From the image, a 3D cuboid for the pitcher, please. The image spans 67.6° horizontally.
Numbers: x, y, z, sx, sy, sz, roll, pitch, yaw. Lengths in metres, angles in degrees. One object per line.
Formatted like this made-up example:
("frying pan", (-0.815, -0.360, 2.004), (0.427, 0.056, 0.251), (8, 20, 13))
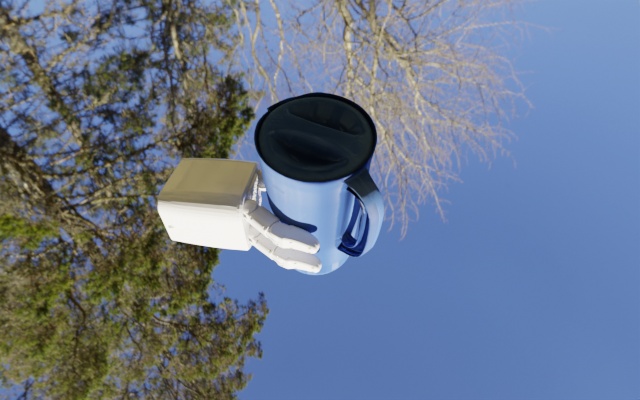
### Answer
("pitcher", (0.000, 0.002, 0.601), (0.145, 0.149, 0.243), (4, -36, 3))
